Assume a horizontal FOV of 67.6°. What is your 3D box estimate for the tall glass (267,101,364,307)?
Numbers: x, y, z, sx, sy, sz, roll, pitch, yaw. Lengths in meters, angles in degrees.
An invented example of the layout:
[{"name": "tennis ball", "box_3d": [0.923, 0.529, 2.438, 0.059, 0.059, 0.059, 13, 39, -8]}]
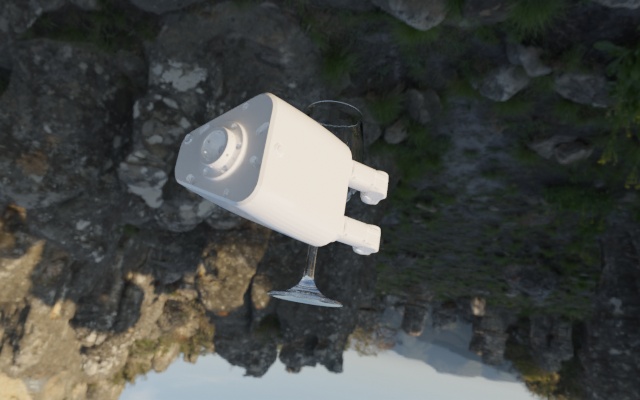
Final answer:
[{"name": "tall glass", "box_3d": [0.000, 0.002, 0.488, 0.079, 0.201, 0.079, 9, -16, 3]}]
